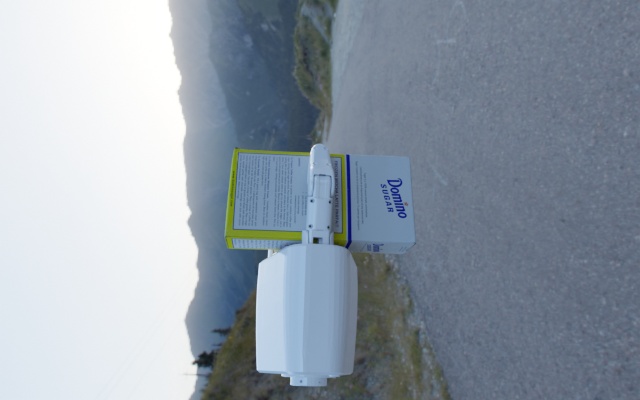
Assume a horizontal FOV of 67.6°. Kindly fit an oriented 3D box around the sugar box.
[{"bbox_3d":[0.000,0.002,0.466,0.176,0.093,0.048,4,-22,-8],"label":"sugar box"}]
